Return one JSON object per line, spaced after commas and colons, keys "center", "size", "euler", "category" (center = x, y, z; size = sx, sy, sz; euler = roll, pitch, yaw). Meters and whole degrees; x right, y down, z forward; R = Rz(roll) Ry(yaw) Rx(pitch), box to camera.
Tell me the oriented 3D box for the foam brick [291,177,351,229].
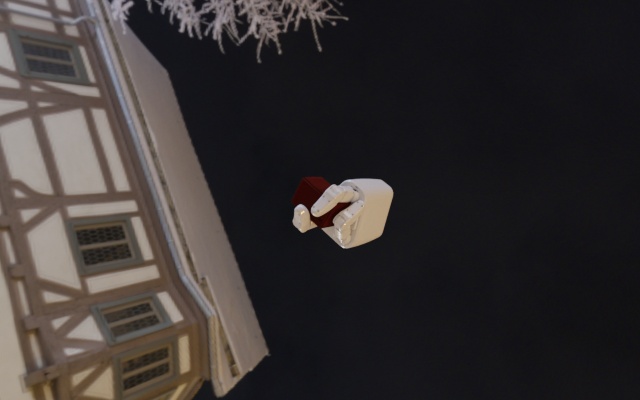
{"center": [0.000, 0.002, 0.806], "size": [0.078, 0.053, 0.051], "euler": [42, 27, 26], "category": "foam brick"}
